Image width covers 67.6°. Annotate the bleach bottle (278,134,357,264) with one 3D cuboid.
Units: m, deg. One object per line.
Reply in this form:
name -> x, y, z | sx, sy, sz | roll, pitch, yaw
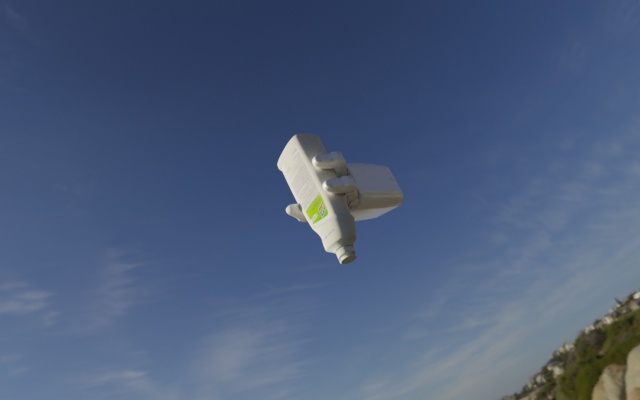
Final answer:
bleach bottle -> 0.000, 0.003, 0.853 | 0.068, 0.250, 0.103 | -3, -35, -32
